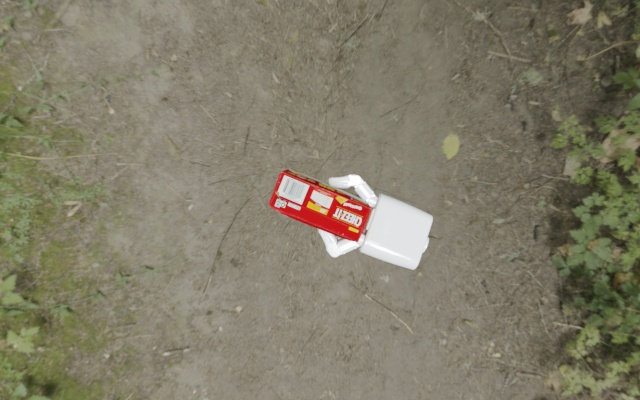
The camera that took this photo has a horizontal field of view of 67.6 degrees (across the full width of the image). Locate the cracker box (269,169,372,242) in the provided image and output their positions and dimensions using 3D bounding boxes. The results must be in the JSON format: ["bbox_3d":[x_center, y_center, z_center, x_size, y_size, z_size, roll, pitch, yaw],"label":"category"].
[{"bbox_3d":[0.000,0.003,0.884,0.164,0.072,0.213,22,5,-1],"label":"cracker box"}]
